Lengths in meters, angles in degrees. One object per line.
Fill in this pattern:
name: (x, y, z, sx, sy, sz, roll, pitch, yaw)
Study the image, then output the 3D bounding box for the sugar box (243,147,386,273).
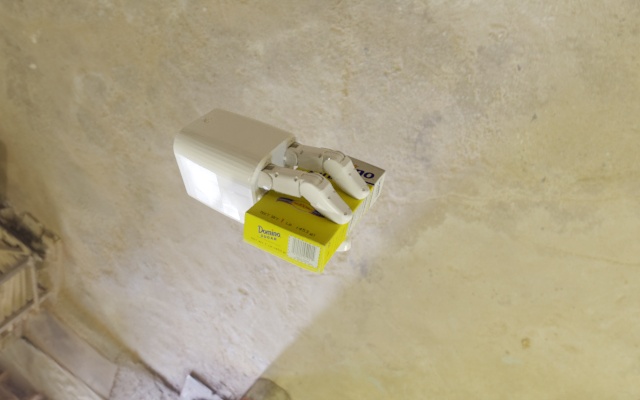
sugar box: (0.000, 0.001, 0.538, 0.093, 0.048, 0.176, 22, 39, 16)
